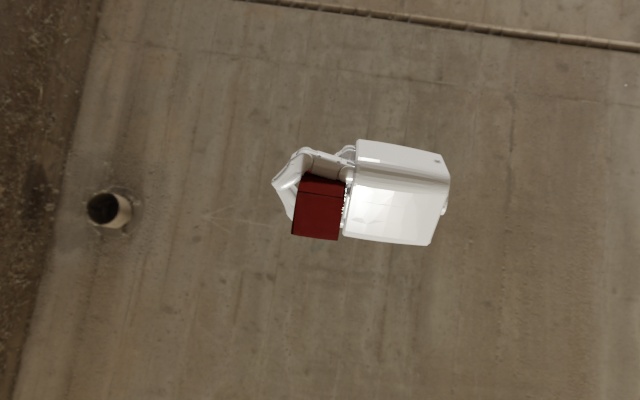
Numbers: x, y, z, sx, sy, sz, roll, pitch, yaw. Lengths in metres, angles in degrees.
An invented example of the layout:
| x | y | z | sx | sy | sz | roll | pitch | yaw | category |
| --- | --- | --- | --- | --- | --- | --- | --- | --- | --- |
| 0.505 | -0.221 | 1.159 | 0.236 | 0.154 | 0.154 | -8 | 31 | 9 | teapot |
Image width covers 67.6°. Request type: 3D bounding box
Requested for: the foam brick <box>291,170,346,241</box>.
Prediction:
| x | y | z | sx | sy | sz | roll | pitch | yaw | category |
| --- | --- | --- | --- | --- | --- | --- | --- | --- | --- |
| 0.000 | 0.002 | 0.530 | 0.051 | 0.053 | 0.078 | 10 | 25 | 1 | foam brick |
